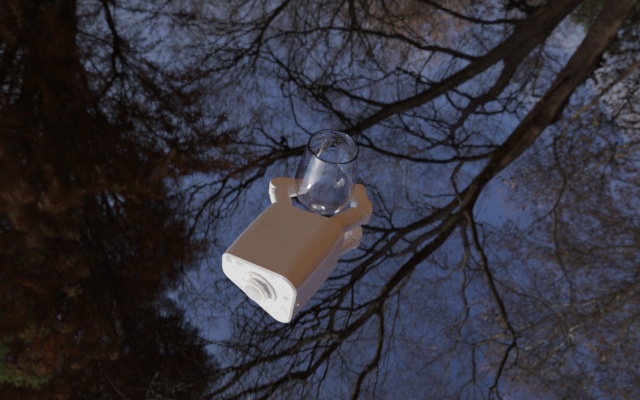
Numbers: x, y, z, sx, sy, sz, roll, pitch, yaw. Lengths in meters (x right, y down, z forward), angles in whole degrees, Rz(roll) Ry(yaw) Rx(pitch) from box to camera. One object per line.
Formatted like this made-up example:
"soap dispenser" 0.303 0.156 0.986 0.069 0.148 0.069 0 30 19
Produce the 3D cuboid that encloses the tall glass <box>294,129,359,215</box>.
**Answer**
"tall glass" 0.000 0.002 0.636 0.079 0.079 0.201 0 -42 -12
